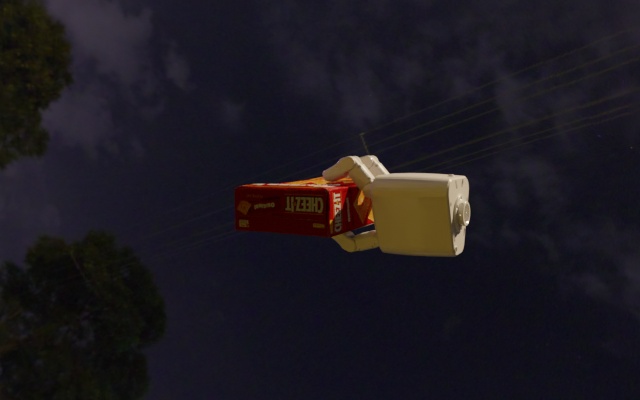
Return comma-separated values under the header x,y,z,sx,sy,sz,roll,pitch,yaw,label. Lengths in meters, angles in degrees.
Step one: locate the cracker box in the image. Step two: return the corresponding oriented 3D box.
x,y,z,sx,sy,sz,roll,pitch,yaw,label
0.000,0.003,0.731,0.164,0.072,0.213,1,6,33,cracker box
